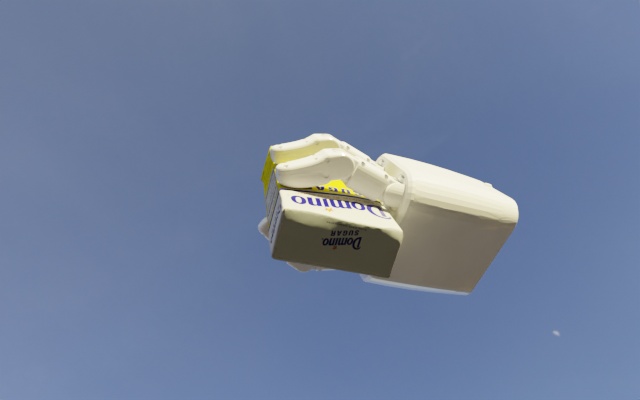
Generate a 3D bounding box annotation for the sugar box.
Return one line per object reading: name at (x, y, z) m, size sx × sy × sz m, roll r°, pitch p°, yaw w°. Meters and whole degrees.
sugar box at (0.000, 0.001, 0.417) m, size 0.093 × 0.048 × 0.176 m, roll 11°, pitch 16°, yaw -14°
